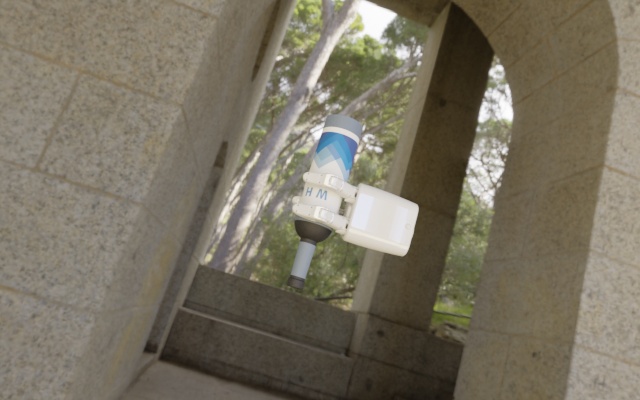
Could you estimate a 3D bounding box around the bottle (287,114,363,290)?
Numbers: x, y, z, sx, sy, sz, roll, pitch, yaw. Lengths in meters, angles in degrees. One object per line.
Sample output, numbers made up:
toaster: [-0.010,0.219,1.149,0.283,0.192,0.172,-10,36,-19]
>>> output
bottle: [0.000,0.002,0.797,0.069,0.295,0.069,16,-13,4]
